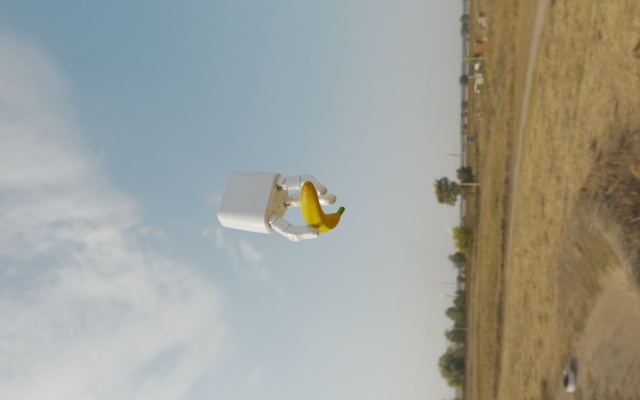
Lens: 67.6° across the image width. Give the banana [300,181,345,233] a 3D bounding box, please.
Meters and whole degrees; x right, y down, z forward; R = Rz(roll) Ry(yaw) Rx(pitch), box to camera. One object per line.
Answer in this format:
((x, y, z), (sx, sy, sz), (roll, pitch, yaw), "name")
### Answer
((-0.003, 0.022, 0.883), (0.037, 0.069, 0.198), (9, -10, 21), "banana")
